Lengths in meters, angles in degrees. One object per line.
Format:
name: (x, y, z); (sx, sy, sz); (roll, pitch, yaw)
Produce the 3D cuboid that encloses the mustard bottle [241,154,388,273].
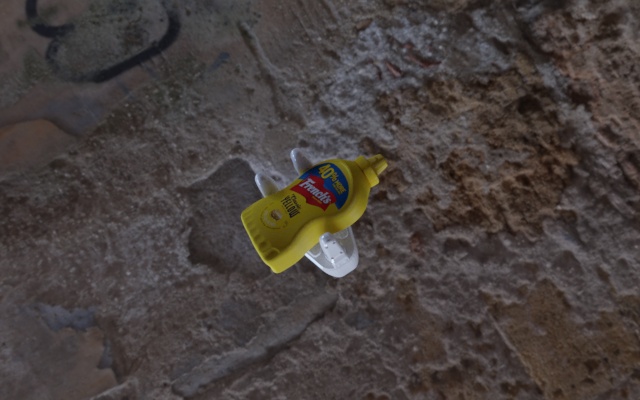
mustard bottle: (0.000, 0.002, 0.597); (0.191, 0.096, 0.058); (-33, -41, -1)
